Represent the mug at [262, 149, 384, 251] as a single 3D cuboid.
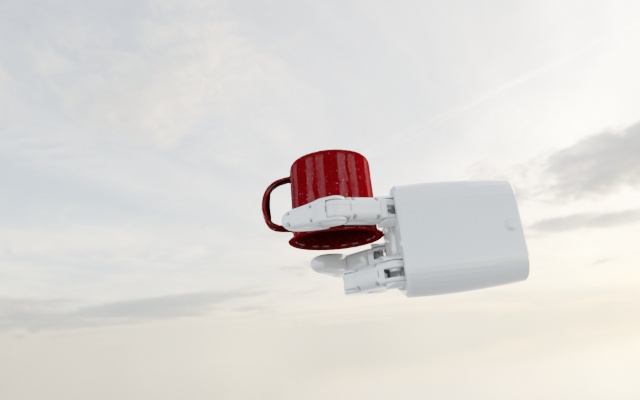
[{"bbox_3d":[-0.001,0.001,0.475,0.117,0.081,0.093,-4,-17,-1],"label":"mug"}]
